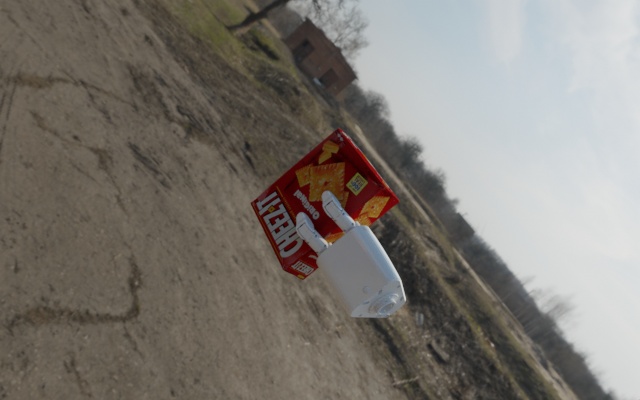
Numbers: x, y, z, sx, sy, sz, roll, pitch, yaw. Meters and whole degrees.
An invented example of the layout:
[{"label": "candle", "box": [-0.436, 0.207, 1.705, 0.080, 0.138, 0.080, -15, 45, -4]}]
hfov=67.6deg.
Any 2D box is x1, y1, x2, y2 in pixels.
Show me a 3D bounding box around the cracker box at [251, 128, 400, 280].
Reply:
[{"label": "cracker box", "box": [0.000, 0.003, 0.815, 0.214, 0.164, 0.072, -39, -38, 10]}]
